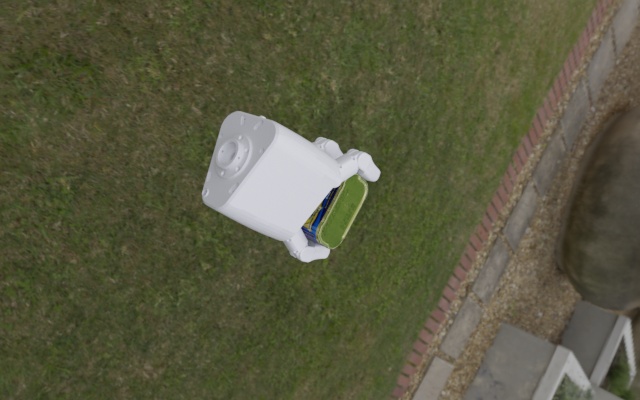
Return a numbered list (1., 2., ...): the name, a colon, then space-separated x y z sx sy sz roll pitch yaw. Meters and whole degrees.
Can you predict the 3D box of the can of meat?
1. can of meat: 0.000 0.002 0.603 0.084 0.102 0.057 23 -8 41
